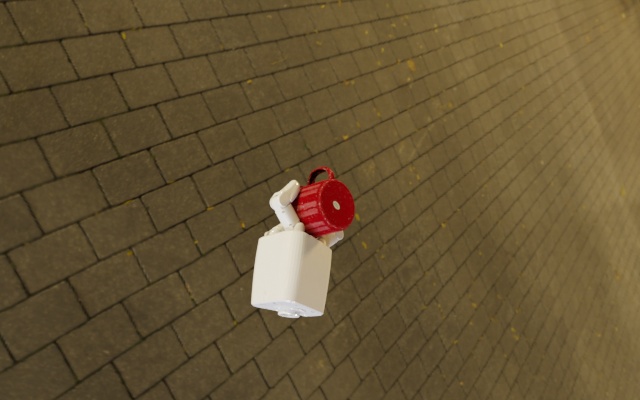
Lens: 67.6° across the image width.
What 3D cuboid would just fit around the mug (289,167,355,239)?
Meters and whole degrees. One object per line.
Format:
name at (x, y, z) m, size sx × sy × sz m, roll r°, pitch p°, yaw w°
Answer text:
mug at (0.000, 0.001, 0.751) m, size 0.093 × 0.117 × 0.081 m, roll 22°, pitch -26°, yaw -39°
